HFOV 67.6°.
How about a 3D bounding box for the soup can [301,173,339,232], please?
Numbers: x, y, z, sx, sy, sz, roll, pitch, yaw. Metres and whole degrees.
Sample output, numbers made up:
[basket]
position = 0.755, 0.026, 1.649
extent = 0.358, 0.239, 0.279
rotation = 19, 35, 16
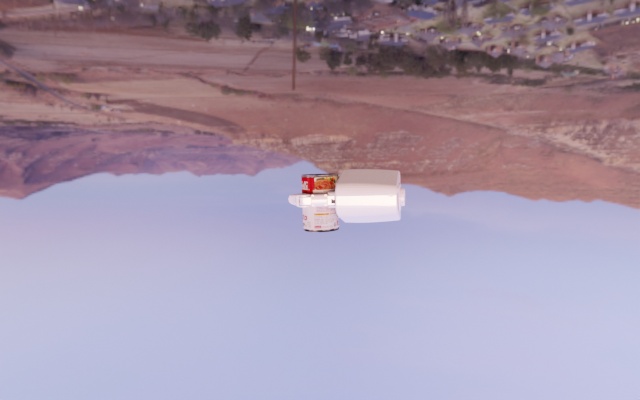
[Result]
[soup can]
position = 0.000, 0.003, 0.873
extent = 0.068, 0.102, 0.068
rotation = -2, 6, 0
